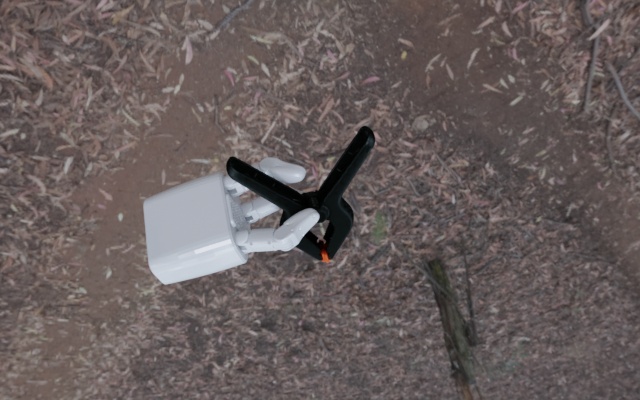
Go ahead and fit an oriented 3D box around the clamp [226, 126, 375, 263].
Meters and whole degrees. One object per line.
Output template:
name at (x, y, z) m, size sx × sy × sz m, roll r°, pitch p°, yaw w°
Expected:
clamp at (0.000, 0.003, 0.580) m, size 0.164 × 0.036 × 0.210 m, roll -17°, pitch -43°, yaw 5°
